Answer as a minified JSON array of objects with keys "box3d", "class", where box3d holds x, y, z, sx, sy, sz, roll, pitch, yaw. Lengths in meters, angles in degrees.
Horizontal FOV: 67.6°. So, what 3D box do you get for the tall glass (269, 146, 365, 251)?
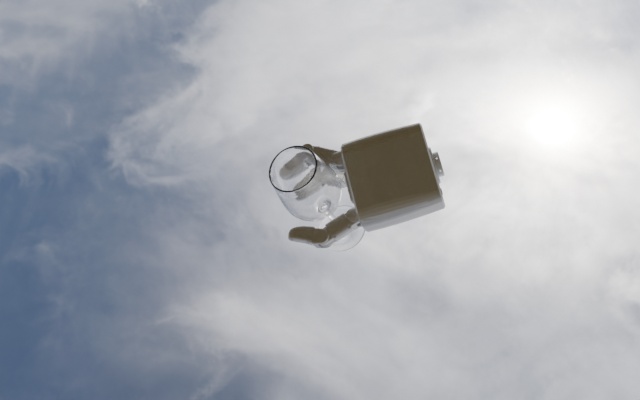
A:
[{"box3d":[0.000,0.002,0.642,0.079,0.079,0.201,0,-23,21],"class":"tall glass"}]
